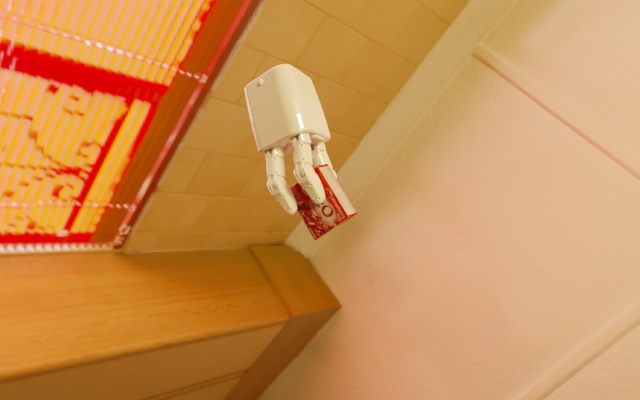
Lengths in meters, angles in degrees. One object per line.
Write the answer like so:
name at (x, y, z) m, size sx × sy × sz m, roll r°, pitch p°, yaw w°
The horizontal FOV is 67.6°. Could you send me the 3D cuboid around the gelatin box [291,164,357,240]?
gelatin box at (0.001, 0.003, 0.701) m, size 0.073 × 0.089 × 0.030 m, roll -37°, pitch -10°, yaw 34°
